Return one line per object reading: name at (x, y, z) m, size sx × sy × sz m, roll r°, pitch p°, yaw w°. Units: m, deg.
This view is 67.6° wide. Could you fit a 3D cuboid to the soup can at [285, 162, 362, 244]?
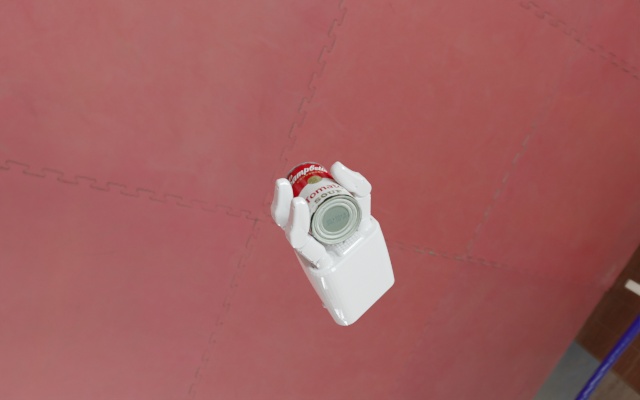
soup can at (0.000, 0.002, 0.597) m, size 0.068 × 0.068 × 0.102 m, roll 0°, pitch 26°, yaw -25°
